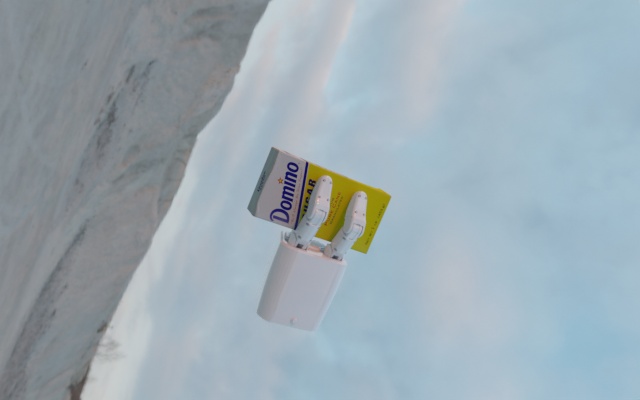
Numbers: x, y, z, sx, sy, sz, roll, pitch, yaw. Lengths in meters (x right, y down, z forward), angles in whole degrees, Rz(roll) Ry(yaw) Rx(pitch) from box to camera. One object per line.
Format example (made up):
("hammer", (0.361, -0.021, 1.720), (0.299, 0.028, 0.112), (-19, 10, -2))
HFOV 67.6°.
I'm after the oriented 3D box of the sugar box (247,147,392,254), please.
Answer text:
("sugar box", (0.000, 0.002, 0.648), (0.176, 0.093, 0.048), (19, 7, -24))
